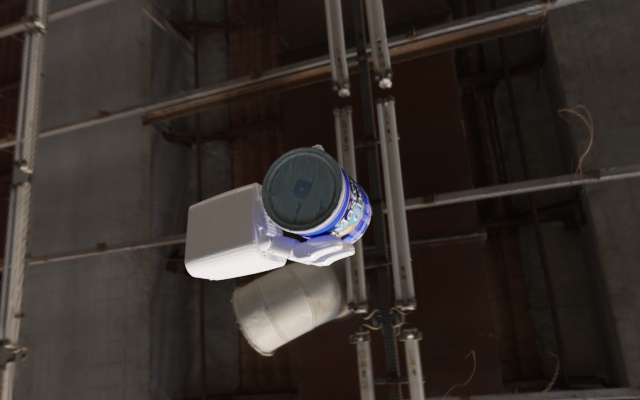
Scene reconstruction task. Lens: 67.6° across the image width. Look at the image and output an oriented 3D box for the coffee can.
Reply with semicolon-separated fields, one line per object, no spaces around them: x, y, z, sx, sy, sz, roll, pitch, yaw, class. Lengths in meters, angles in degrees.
0.000;0.002;0.616;0.103;0.102;0.140;0;-13;20;coffee can
